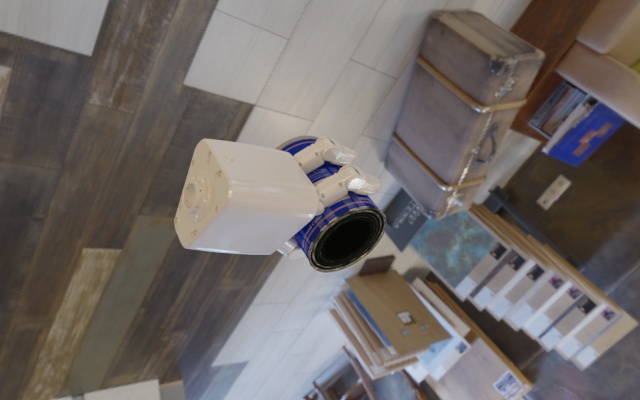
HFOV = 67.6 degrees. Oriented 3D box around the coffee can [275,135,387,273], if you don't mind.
[{"bbox_3d":[0.000,0.002,0.584,0.103,0.103,0.140,0,40,-38],"label":"coffee can"}]
